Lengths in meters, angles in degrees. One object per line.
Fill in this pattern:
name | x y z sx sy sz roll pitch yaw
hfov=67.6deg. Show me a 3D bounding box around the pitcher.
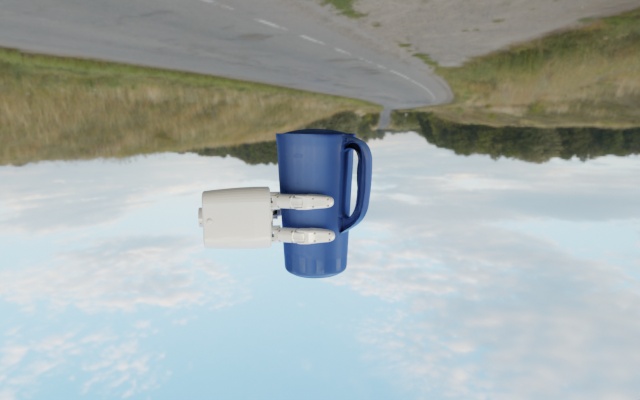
pitcher | 0.000 0.003 0.800 0.145 0.243 0.149 -2 8 -9
